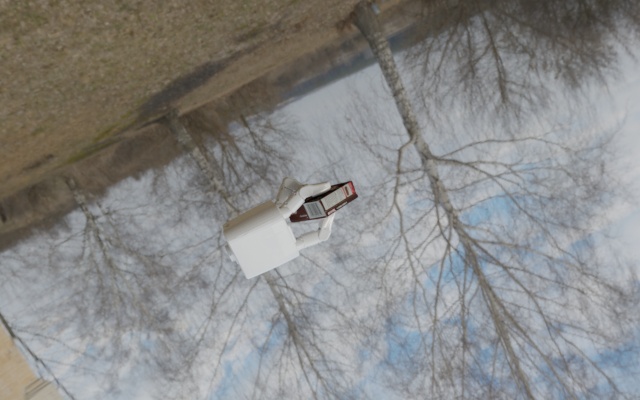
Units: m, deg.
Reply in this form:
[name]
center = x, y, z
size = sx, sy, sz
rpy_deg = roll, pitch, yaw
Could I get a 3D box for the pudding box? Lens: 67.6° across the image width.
[pudding box]
center = 0.000, 0.003, 0.888
size = 0.090, 0.039, 0.113
rpy_deg = -32, 15, -36
